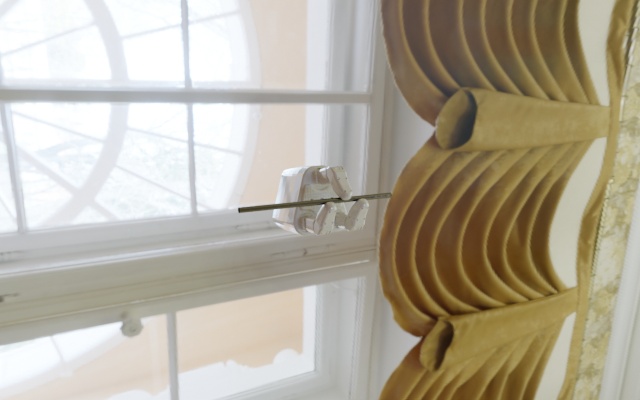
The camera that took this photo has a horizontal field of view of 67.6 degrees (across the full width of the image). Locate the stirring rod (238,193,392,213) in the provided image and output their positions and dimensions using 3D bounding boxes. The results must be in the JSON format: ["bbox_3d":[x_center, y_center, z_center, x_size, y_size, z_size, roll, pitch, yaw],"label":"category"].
[{"bbox_3d":[0.000,0.002,0.679,0.239,0.011,0.011,-6,2,-27],"label":"stirring rod"}]
